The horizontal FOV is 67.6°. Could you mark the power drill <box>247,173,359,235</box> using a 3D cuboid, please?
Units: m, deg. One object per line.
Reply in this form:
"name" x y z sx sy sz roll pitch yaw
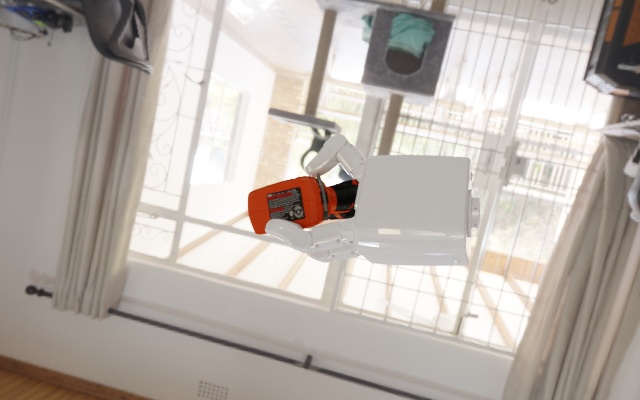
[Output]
"power drill" 0.000 0.002 0.603 0.184 0.057 0.187 -14 -3 38
